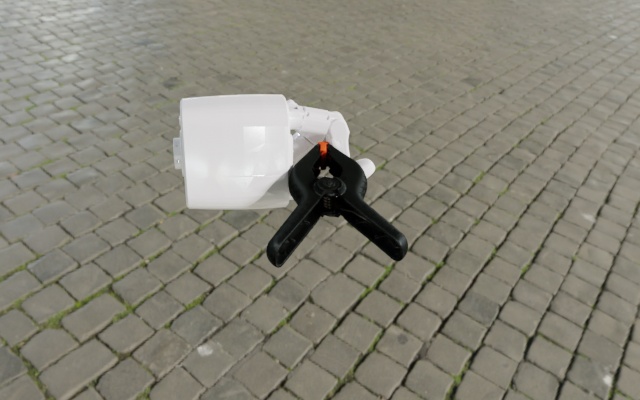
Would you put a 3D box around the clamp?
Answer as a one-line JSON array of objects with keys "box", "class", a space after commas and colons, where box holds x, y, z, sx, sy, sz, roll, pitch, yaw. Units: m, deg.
[{"box": [0.000, 0.001, 0.457, 0.120, 0.039, 0.171, -3, 37, -14], "class": "clamp"}]
